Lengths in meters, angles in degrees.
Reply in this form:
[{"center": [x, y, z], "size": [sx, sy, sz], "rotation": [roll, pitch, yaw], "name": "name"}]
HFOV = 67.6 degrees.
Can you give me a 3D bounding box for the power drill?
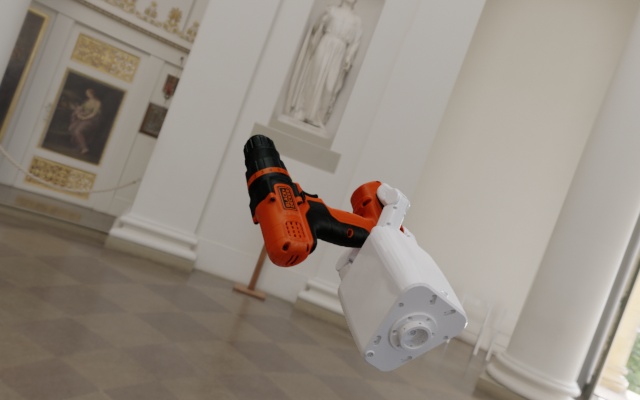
[{"center": [0.001, 0.002, 0.584], "size": [0.187, 0.184, 0.057], "rotation": [7, -42, -32], "name": "power drill"}]
